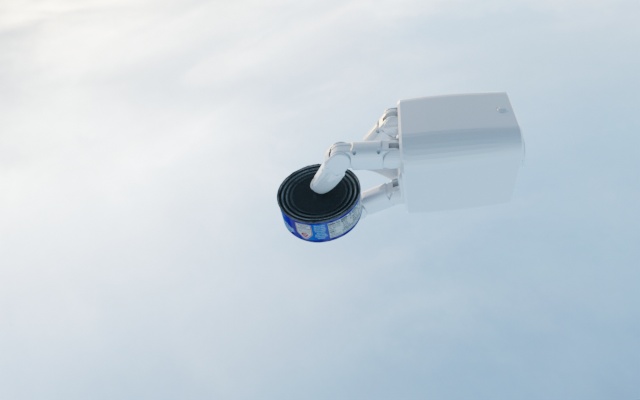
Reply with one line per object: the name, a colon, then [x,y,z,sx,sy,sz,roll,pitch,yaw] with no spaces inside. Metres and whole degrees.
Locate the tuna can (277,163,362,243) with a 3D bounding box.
tuna can: [0.000,0.002,0.493,0.086,0.034,0.086,-6,44,6]
